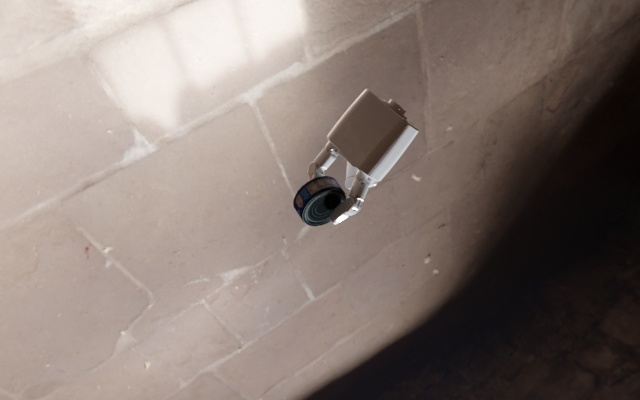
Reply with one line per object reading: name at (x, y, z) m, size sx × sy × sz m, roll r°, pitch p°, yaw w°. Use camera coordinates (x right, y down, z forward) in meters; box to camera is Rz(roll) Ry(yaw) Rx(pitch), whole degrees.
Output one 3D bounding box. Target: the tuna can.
tuna can at (0.000, 0.003, 0.794) m, size 0.086 × 0.086 × 0.033 m, roll 0°, pitch 41°, yaw -36°
